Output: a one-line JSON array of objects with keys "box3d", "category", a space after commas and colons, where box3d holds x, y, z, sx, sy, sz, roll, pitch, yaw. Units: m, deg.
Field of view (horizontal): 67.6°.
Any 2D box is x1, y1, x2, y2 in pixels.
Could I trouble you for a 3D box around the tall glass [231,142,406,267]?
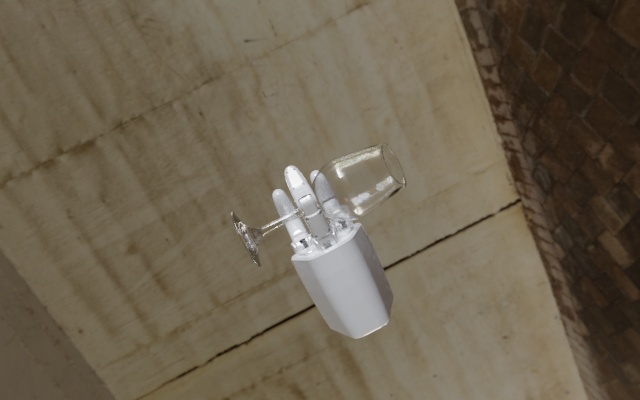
[{"box3d": [-0.001, 0.002, 0.572, 0.201, 0.079, 0.079, -27, 1, -2], "category": "tall glass"}]
